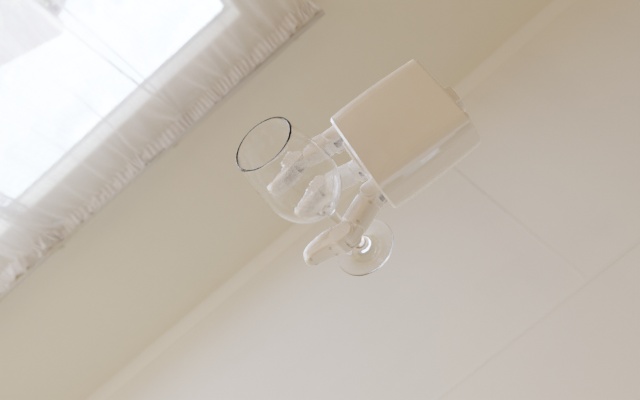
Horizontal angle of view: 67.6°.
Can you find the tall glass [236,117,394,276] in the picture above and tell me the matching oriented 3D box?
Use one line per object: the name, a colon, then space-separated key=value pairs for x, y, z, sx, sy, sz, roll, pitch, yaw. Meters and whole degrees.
tall glass: x=0.000 y=0.002 z=0.492 sx=0.079 sy=0.079 sz=0.201 roll=0 pitch=-32 yaw=38
